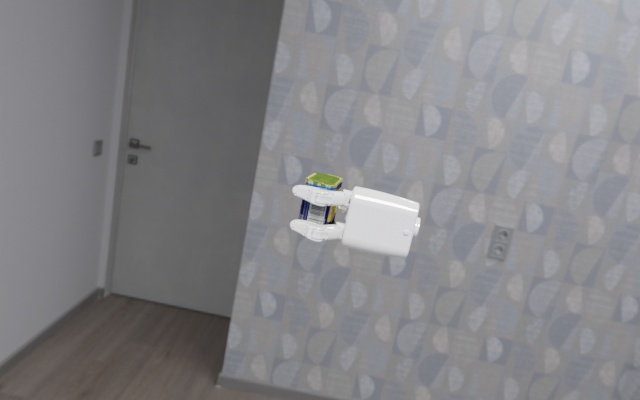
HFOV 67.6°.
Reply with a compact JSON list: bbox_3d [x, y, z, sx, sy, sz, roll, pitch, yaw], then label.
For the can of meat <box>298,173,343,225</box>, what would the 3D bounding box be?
[{"bbox_3d":[0.000,0.002,0.797,0.057,0.084,0.102,13,13,8],"label":"can of meat"}]
